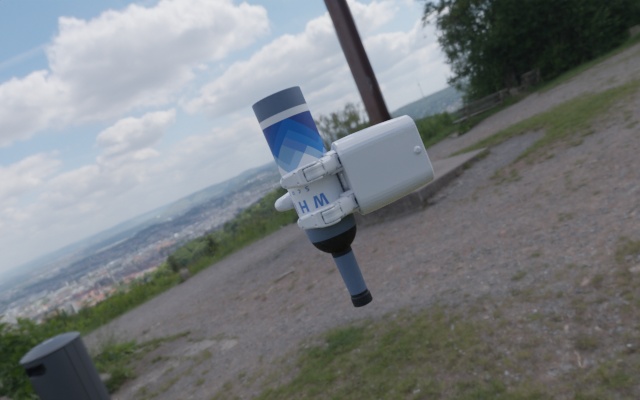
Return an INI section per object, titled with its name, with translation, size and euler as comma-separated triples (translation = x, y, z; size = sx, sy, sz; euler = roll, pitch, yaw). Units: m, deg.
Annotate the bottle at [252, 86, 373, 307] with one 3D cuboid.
[bottle]
translation = 0.000, 0.002, 0.624
size = 0.069, 0.296, 0.069
euler = -23, 6, 2
